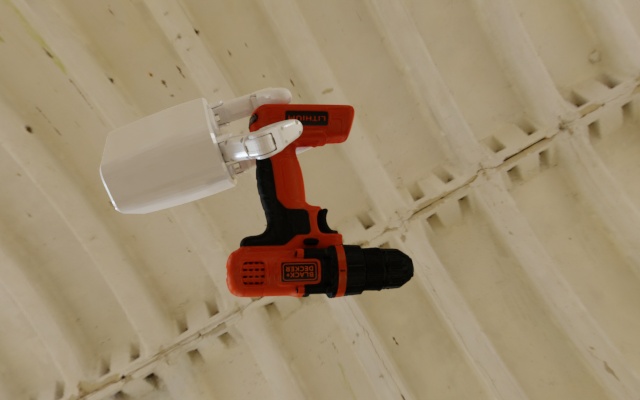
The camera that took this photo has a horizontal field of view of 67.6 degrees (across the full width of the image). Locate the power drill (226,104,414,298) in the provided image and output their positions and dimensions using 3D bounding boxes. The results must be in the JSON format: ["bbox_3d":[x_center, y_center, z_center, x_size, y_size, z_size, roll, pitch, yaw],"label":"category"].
[{"bbox_3d":[0.000,0.001,0.472,0.184,0.187,0.057,0,-9,-12],"label":"power drill"}]
